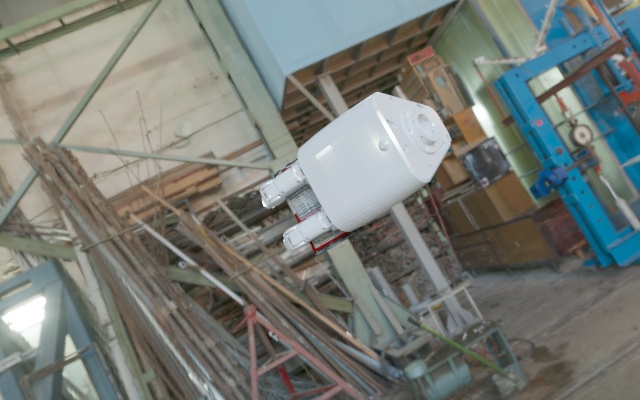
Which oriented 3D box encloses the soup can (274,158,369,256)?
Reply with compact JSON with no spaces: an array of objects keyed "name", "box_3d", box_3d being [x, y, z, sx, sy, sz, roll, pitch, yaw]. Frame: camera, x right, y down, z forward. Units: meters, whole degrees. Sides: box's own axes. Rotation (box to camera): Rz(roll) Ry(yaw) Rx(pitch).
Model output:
[{"name":"soup can","box_3d":[0.000,0.002,0.537,0.068,0.102,0.068,-29,-6,-3]}]
